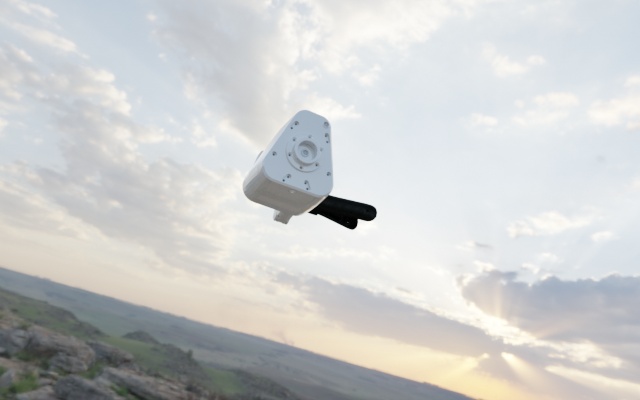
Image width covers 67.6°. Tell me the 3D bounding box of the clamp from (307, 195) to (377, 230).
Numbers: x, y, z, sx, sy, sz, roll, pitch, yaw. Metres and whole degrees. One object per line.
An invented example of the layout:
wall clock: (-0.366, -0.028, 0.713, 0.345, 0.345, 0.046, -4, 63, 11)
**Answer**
clamp: (0.000, 0.002, 0.709, 0.171, 0.039, 0.120, 20, -19, -15)
